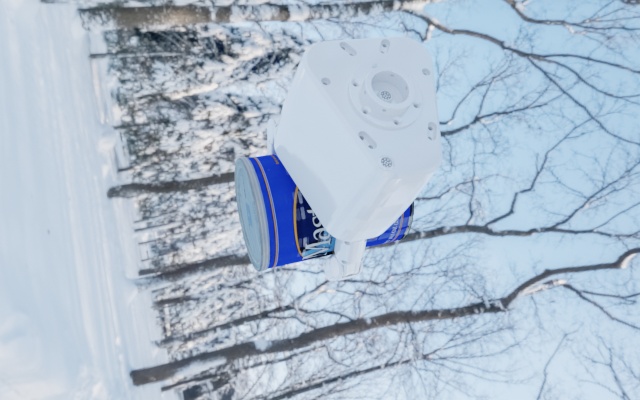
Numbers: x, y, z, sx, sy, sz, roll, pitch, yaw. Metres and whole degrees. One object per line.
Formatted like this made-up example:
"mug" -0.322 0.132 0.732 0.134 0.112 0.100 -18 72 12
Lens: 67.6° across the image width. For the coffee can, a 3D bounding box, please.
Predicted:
"coffee can" 0.000 0.002 0.445 0.140 0.103 0.103 -10 3 -18
